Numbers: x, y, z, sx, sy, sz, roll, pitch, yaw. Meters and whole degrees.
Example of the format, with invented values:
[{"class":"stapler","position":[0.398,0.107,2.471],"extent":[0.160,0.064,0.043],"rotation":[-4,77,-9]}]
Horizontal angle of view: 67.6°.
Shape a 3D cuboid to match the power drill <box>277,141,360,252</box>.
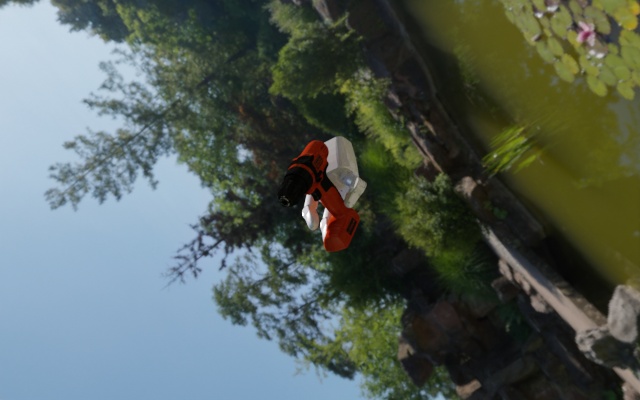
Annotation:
[{"class":"power drill","position":[0.000,0.003,0.894],"extent":[0.057,0.188,0.184],"rotation":[-11,31,32]}]
